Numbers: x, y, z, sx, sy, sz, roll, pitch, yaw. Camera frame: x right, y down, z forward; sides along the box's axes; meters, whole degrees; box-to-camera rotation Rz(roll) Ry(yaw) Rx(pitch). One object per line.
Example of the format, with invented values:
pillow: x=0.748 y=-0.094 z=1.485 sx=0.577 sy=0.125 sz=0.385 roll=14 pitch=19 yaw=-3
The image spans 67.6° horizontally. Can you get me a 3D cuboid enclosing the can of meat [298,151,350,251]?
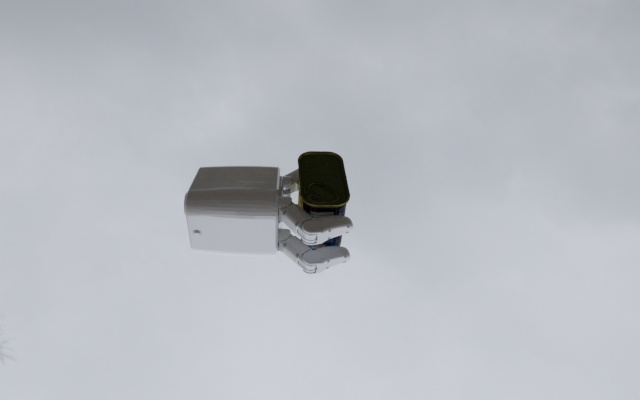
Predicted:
can of meat: x=0.000 y=0.002 z=0.598 sx=0.057 sy=0.084 sz=0.102 roll=-1 pitch=42 yaw=-7
